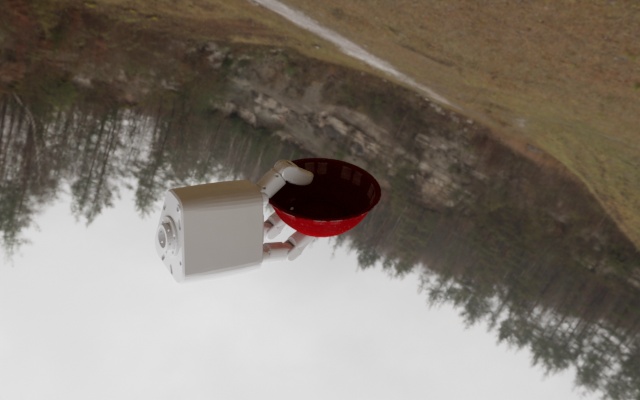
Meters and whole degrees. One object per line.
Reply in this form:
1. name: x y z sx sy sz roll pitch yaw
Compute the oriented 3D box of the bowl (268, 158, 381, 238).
1. bowl: 0.001 0.002 0.660 0.162 0.055 0.162 2 33 -1
